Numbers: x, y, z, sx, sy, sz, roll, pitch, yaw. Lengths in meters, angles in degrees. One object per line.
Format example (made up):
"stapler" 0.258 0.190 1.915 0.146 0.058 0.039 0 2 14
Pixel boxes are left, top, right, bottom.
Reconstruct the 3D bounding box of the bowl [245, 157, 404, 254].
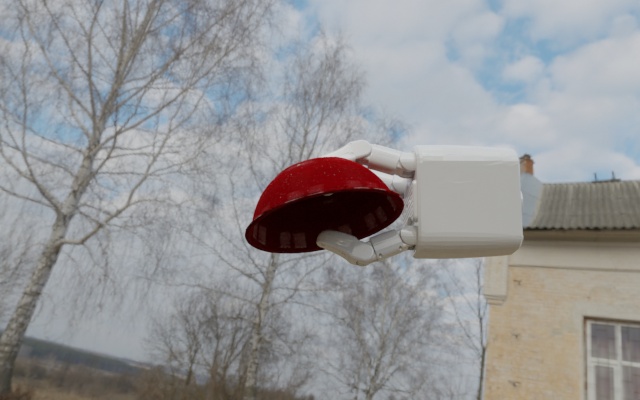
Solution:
"bowl" -0.001 0.001 0.487 0.162 0.055 0.162 -11 -23 -5
